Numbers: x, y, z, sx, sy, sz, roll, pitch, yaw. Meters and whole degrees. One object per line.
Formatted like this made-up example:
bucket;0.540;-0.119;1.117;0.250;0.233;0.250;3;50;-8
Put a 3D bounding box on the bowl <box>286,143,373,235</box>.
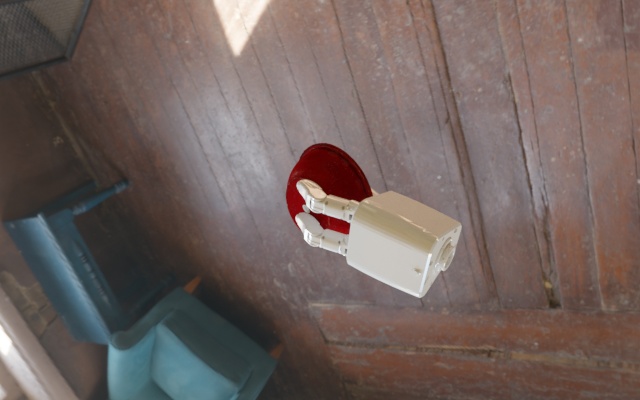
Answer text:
bowl;-0.001;0.002;0.684;0.055;0.162;0.162;-25;16;-37
